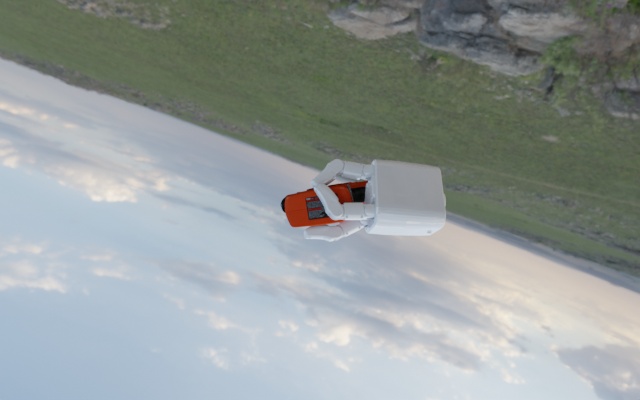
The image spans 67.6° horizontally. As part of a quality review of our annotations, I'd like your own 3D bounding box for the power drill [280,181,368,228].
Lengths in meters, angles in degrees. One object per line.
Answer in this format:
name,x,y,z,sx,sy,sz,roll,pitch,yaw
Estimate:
power drill,0.000,0.003,0.817,0.184,0.057,0.187,-11,5,13
